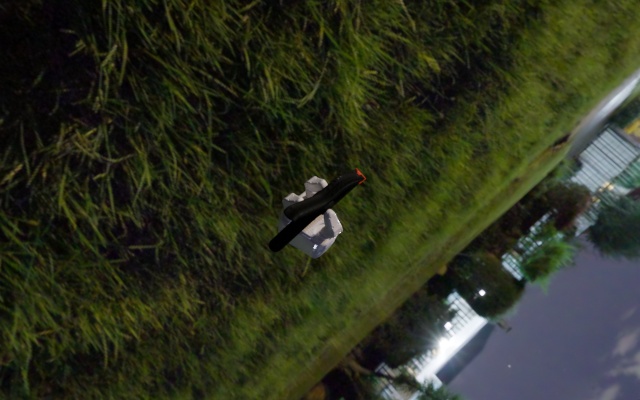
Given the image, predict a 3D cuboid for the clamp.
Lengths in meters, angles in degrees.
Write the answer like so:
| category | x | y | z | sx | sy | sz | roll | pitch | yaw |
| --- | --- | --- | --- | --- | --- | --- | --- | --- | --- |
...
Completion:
| category | x | y | z | sx | sy | sz | roll | pitch | yaw |
| --- | --- | --- | --- | --- | --- | --- | --- | --- | --- |
| clamp | 0.001 | 0.003 | 0.828 | 0.210 | 0.036 | 0.165 | -37 | -10 | -20 |
